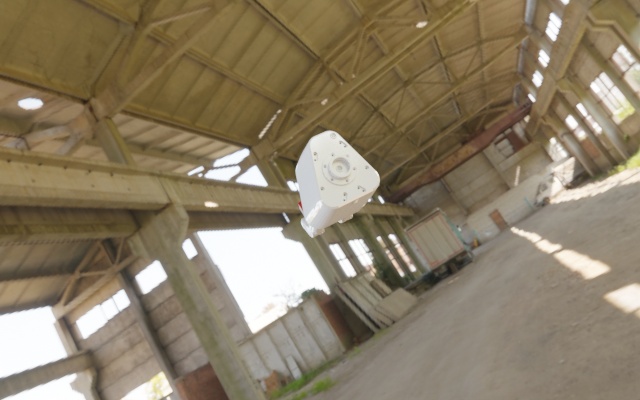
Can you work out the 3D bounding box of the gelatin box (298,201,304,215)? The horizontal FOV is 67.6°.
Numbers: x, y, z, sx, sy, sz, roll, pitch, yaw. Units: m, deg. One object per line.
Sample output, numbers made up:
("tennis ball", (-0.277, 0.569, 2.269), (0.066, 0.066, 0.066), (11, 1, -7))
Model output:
("gelatin box", (0.000, 0.002, 0.834), (0.073, 0.030, 0.089), (-30, -6, -4))
